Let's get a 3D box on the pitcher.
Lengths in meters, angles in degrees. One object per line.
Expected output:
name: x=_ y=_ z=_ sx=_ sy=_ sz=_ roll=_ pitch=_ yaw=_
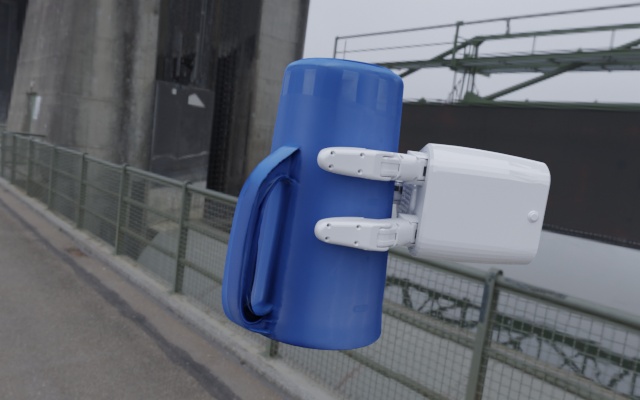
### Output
pitcher: x=0.000 y=0.001 z=0.432 sx=0.145 sy=0.243 sz=0.149 roll=7 pitch=6 yaw=-4
